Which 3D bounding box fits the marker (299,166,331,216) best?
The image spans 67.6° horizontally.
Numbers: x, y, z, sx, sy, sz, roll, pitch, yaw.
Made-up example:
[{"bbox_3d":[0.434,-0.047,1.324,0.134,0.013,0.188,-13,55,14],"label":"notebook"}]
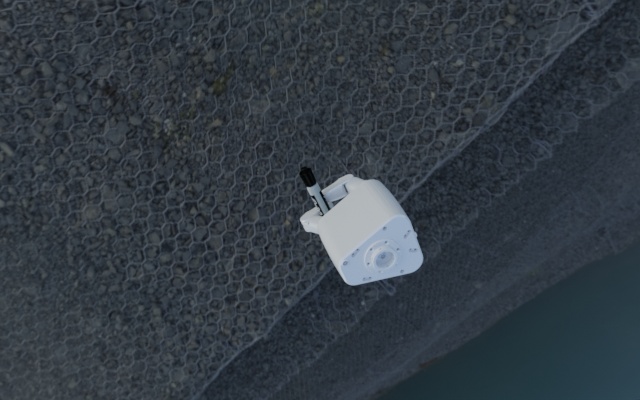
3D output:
[{"bbox_3d":[0.000,0.002,0.694,0.020,0.121,0.020,-20,29,12],"label":"marker"}]
